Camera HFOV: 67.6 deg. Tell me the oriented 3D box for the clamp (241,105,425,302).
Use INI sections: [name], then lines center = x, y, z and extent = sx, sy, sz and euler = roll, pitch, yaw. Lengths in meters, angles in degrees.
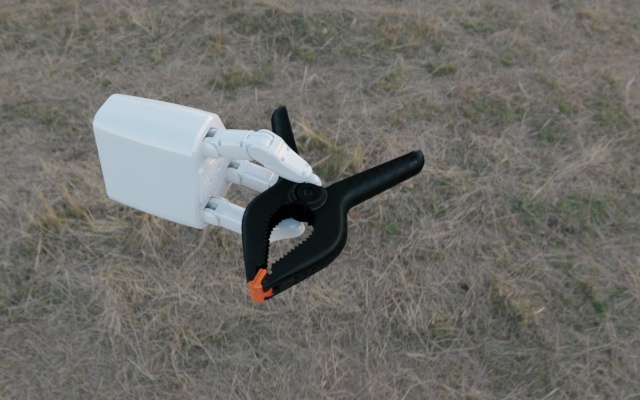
[clamp]
center = 0.000, 0.001, 0.436
extent = 0.164, 0.209, 0.036
euler = 14, -36, 11
